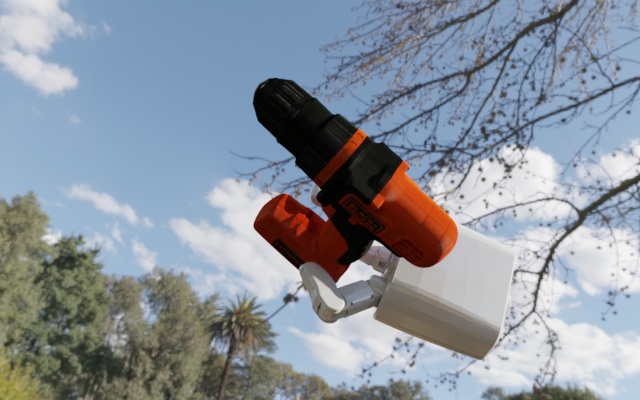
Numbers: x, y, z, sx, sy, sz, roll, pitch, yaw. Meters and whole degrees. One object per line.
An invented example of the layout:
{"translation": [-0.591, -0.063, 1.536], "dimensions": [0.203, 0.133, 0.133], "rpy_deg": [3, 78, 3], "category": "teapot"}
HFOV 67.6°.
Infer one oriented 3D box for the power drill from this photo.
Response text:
{"translation": [0.000, 0.002, 0.411], "dimensions": [0.057, 0.184, 0.188], "rpy_deg": [-48, 2, -27], "category": "power drill"}
